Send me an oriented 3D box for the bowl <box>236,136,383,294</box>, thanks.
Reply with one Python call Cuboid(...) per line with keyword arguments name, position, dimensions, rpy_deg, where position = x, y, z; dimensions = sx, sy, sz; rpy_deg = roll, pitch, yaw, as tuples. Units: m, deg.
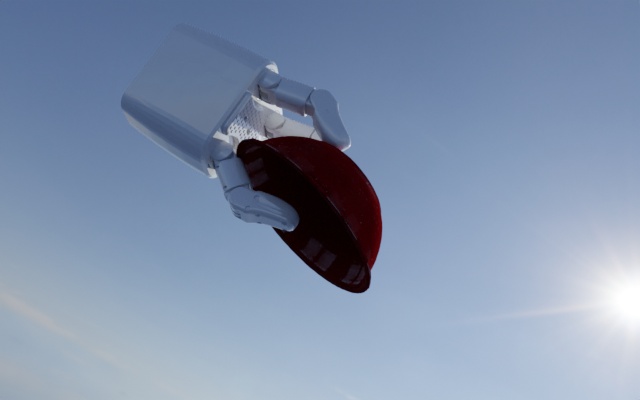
Cuboid(name="bowl", position=(0.001, 0.002, 0.410), dimensions=(0.055, 0.162, 0.162), rpy_deg=(-40, 17, -21))
